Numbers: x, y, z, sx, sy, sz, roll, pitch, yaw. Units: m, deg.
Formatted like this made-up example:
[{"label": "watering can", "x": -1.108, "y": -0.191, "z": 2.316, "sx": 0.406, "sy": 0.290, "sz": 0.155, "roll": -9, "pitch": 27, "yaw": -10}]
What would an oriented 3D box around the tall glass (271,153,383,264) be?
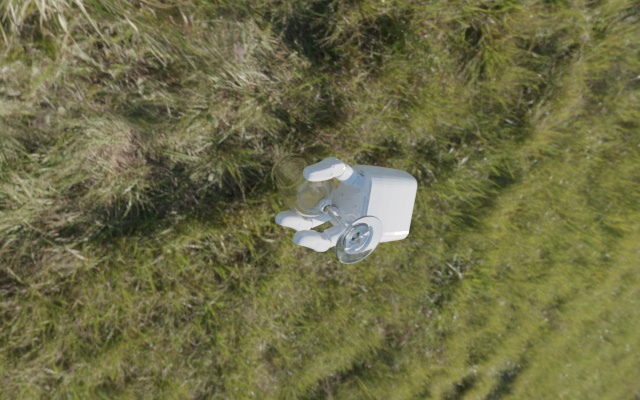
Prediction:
[{"label": "tall glass", "x": 0.000, "y": 0.003, "z": 0.685, "sx": 0.079, "sy": 0.079, "sz": 0.201, "roll": 0, "pitch": 30, "yaw": -36}]
